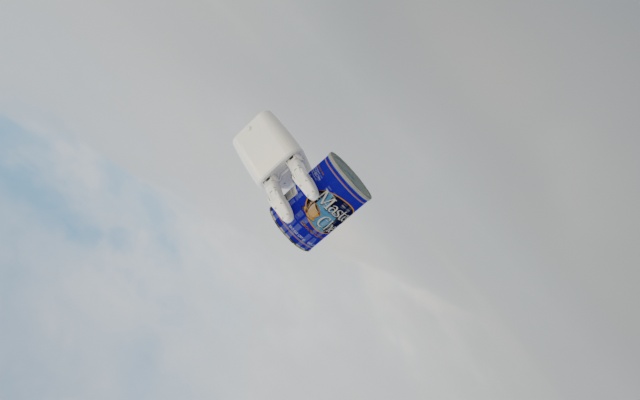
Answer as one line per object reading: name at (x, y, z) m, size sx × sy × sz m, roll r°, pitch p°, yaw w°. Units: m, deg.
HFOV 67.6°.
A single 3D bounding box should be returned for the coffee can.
coffee can at (0.000, 0.003, 0.801) m, size 0.140 × 0.103 × 0.103 m, roll -41°, pitch -11°, yaw 12°
